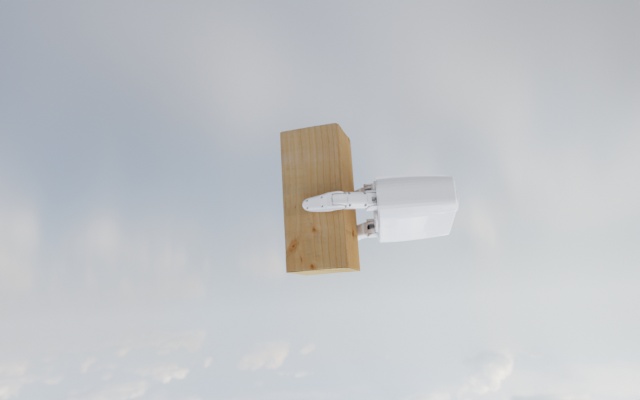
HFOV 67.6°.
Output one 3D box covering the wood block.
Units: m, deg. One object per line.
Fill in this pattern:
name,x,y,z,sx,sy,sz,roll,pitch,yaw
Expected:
wood block,0.000,0.002,0.708,0.090,0.206,0.091,-7,-13,15
